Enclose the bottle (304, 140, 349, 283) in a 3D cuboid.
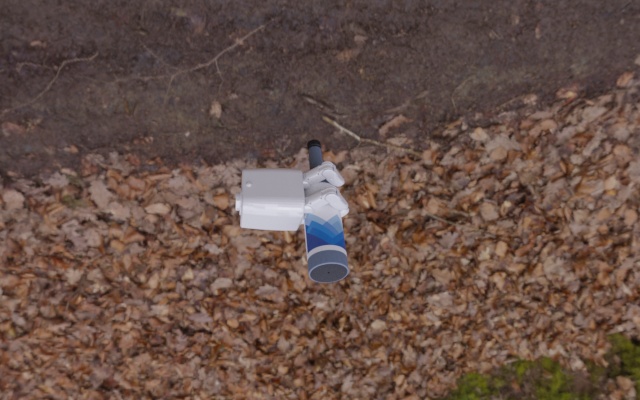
[{"bbox_3d":[0.000,0.003,0.867,0.069,0.295,0.069,-4,-38,-3],"label":"bottle"}]
